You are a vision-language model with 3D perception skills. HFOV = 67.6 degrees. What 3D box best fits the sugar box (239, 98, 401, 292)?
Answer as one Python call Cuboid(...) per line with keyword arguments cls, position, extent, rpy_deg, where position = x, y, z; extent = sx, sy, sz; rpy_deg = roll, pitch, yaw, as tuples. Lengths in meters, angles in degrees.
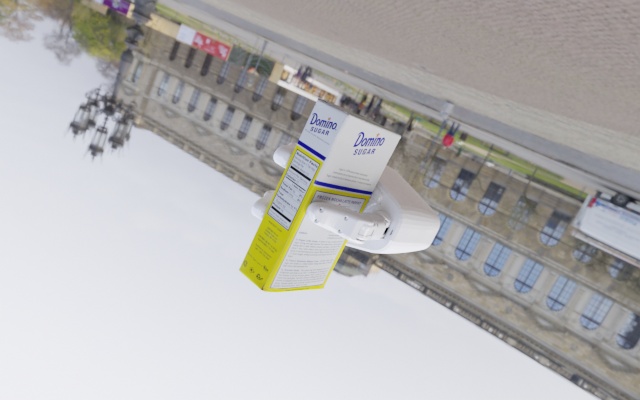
Cuboid(cls="sugar box", position=(0.000, 0.001, 0.449), extent=(0.048, 0.176, 0.093), rpy_deg=(33, 14, 35))
